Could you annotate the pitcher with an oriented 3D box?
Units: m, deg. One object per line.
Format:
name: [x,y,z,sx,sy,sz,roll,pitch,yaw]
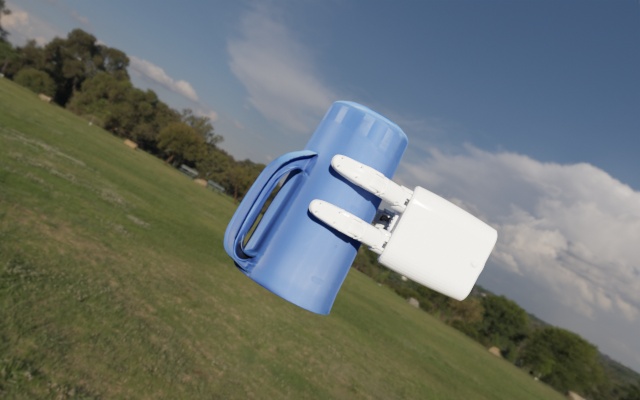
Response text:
pitcher: [0.000,0.002,0.581,0.145,0.243,0.149,28,-2,5]
